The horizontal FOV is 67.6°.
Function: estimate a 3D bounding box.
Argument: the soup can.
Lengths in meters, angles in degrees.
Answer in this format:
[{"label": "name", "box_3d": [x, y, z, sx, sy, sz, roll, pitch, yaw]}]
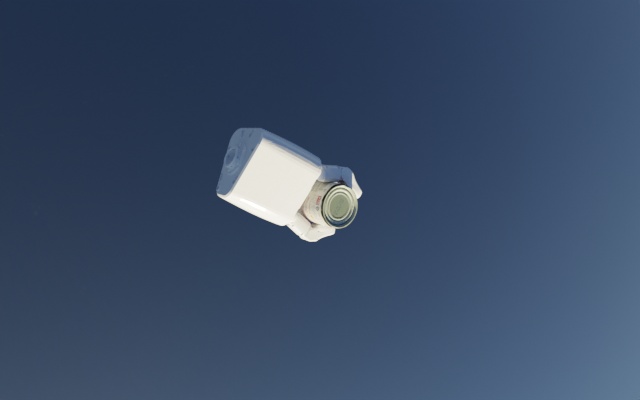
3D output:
[{"label": "soup can", "box_3d": [0.001, 0.003, 0.736, 0.068, 0.068, 0.102, 0, 7, -36]}]
